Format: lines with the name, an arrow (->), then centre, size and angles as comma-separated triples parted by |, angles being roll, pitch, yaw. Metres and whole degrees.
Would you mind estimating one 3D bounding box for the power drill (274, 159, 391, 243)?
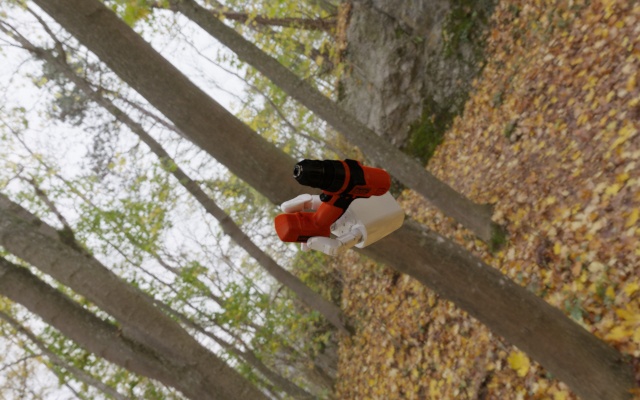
power drill -> 0.000, 0.003, 0.789 | 0.184, 0.057, 0.188 | 7, -37, -37
